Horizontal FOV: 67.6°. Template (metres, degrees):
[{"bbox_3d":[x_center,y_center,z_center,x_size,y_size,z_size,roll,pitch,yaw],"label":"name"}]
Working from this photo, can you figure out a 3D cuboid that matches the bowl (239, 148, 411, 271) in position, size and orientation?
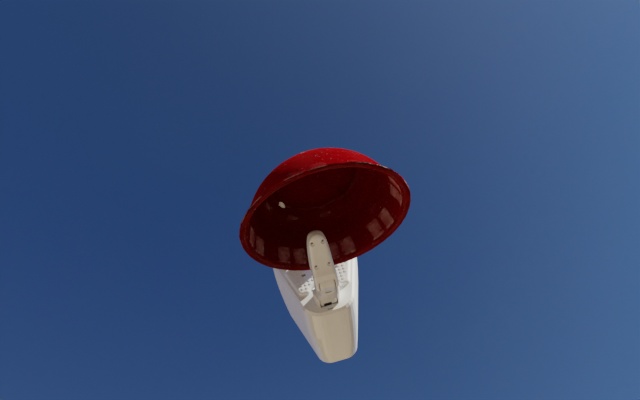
[{"bbox_3d":[0.000,0.000,0.453,0.162,0.055,0.162,-11,-36,-8],"label":"bowl"}]
